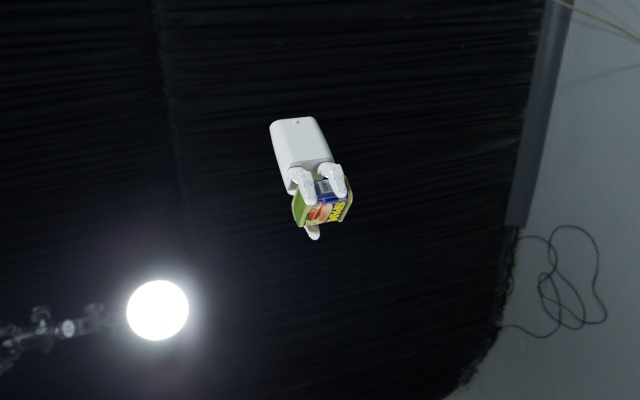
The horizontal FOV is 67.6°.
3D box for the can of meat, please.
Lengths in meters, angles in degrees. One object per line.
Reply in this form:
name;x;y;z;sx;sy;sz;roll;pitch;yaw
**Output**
can of meat;0.000;0.003;0.853;0.084;0.057;0.102;-9;-27;-19
